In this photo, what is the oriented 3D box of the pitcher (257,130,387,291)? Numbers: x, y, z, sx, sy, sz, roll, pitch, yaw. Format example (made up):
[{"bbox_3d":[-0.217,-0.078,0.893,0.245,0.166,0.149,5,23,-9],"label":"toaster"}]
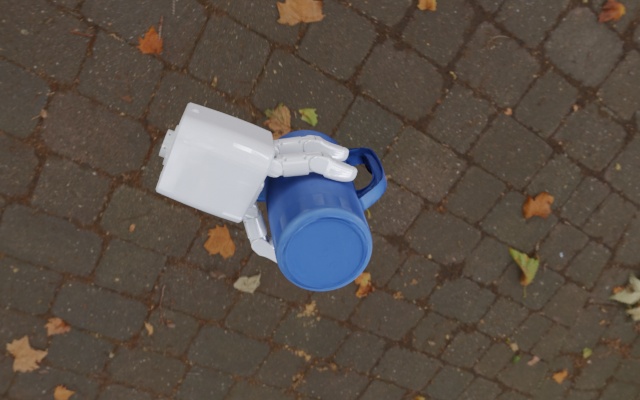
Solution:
[{"bbox_3d":[0.000,0.002,0.620,0.145,0.149,0.242,22,20,-18],"label":"pitcher"}]
